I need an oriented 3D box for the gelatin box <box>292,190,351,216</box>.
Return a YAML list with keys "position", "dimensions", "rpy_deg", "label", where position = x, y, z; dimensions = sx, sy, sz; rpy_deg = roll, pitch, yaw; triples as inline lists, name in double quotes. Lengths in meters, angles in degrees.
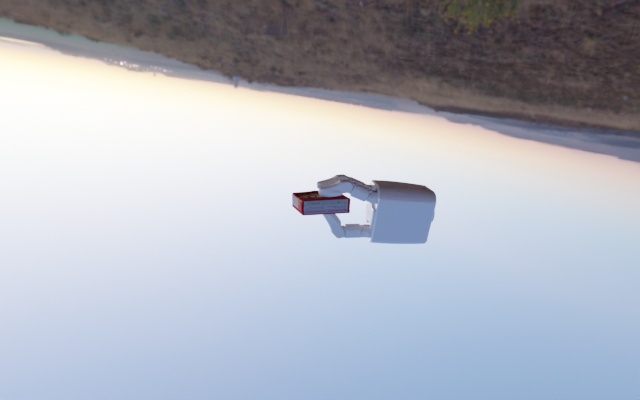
- position: [0.000, 0.003, 0.855]
  dimensions: [0.089, 0.030, 0.073]
  rpy_deg: [-4, 13, -17]
  label: "gelatin box"
